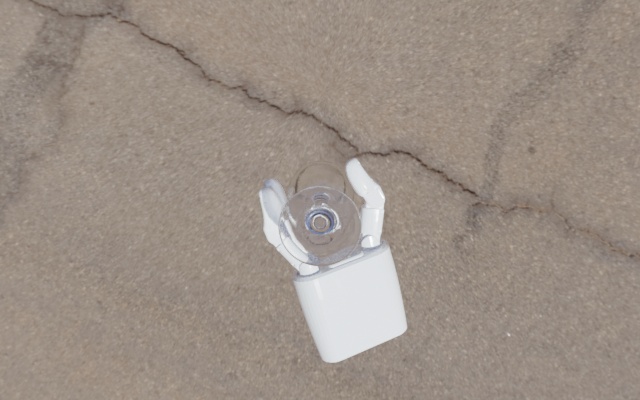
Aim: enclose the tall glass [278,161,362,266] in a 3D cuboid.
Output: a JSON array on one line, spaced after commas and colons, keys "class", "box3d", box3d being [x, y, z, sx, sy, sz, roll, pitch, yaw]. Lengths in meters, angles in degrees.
[{"class": "tall glass", "box3d": [0.000, 0.002, 0.518, 0.079, 0.079, 0.201, 0, 13, 0]}]
